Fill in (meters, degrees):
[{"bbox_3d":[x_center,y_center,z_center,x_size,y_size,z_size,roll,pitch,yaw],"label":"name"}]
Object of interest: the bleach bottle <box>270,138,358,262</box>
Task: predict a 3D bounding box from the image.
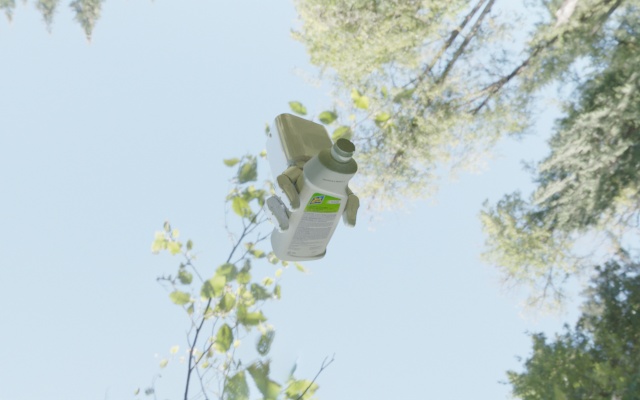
[{"bbox_3d":[0.000,0.002,0.744,0.102,0.068,0.251,-1,-38,-26],"label":"bleach bottle"}]
